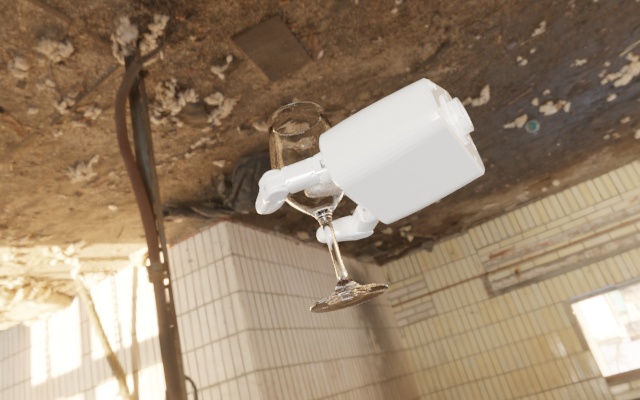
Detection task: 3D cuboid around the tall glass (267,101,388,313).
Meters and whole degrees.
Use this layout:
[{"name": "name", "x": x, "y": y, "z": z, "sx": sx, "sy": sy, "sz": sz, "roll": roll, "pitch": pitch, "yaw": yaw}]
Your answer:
[{"name": "tall glass", "x": 0.000, "y": 0.002, "z": 0.469, "sx": 0.079, "sy": 0.201, "sz": 0.079, "roll": -15, "pitch": -22, "yaw": -6}]
